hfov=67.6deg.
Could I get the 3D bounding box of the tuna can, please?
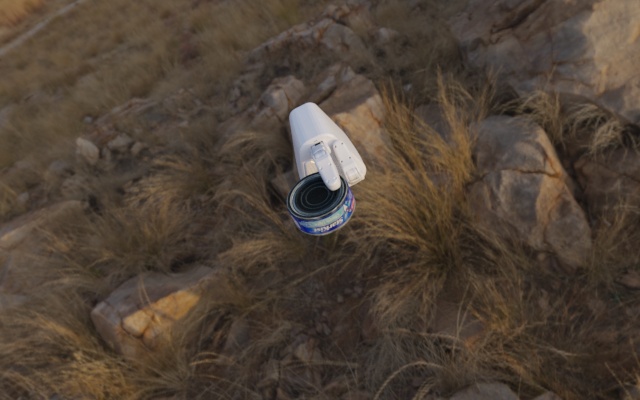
[{"bbox_3d":[0.000,0.002,0.622,0.086,0.086,0.034,0,-40,24],"label":"tuna can"}]
